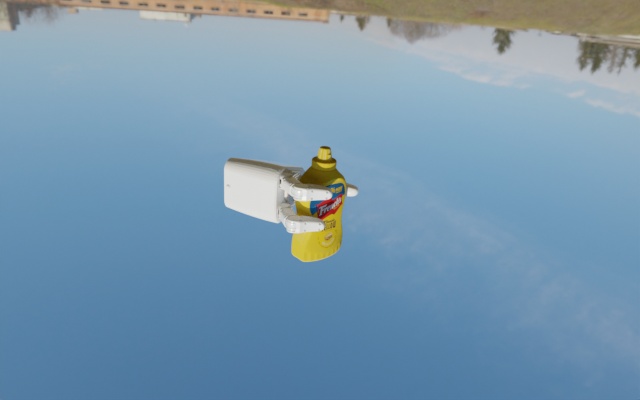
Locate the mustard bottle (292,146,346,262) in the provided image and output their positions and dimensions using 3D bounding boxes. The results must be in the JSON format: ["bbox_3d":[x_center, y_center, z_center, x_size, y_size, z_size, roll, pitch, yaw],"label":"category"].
[{"bbox_3d":[0.000,0.003,0.800,0.096,0.192,0.058,-15,30,-38],"label":"mustard bottle"}]
